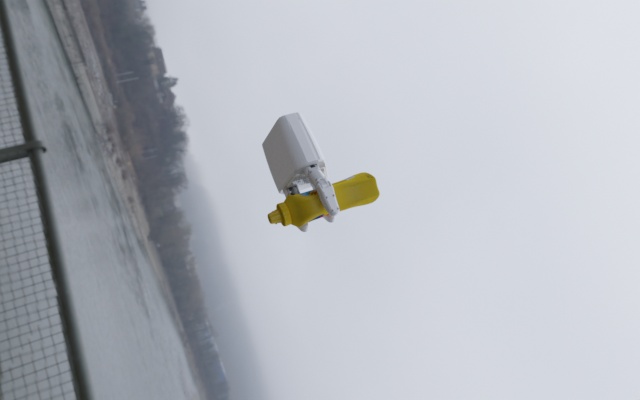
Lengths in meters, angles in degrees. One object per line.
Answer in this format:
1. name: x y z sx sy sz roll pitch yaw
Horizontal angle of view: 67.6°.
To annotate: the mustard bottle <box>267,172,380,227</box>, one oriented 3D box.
1. mustard bottle: 0.000 0.003 0.829 0.191 0.058 0.096 -17 6 -18
